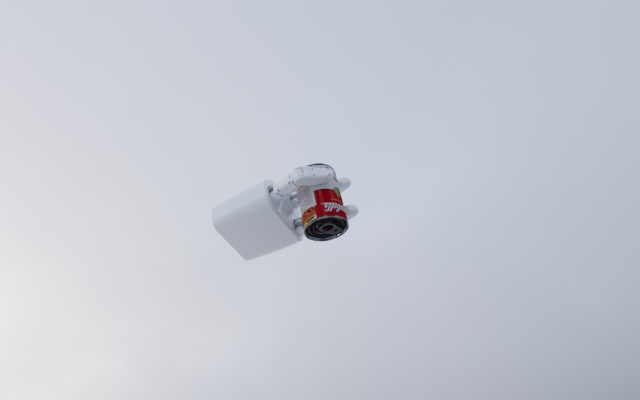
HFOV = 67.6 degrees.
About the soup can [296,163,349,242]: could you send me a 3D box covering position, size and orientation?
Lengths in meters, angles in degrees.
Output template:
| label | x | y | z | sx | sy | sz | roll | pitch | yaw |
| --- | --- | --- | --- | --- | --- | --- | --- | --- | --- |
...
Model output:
| label | x | y | z | sx | sy | sz | roll | pitch | yaw |
| --- | --- | --- | --- | --- | --- | --- | --- | --- | --- |
| soup can | 0.000 | 0.002 | 0.731 | 0.068 | 0.102 | 0.069 | -8 | -34 | -6 |
